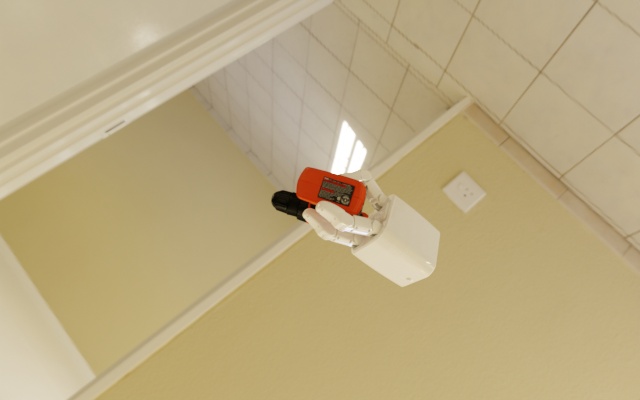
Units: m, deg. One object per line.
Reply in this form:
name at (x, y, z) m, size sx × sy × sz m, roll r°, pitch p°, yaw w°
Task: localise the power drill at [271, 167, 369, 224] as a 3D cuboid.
power drill at (0.000, 0.003, 0.804) m, size 0.184 × 0.057 × 0.188 m, roll 15°, pitch -13°, yaw 3°
